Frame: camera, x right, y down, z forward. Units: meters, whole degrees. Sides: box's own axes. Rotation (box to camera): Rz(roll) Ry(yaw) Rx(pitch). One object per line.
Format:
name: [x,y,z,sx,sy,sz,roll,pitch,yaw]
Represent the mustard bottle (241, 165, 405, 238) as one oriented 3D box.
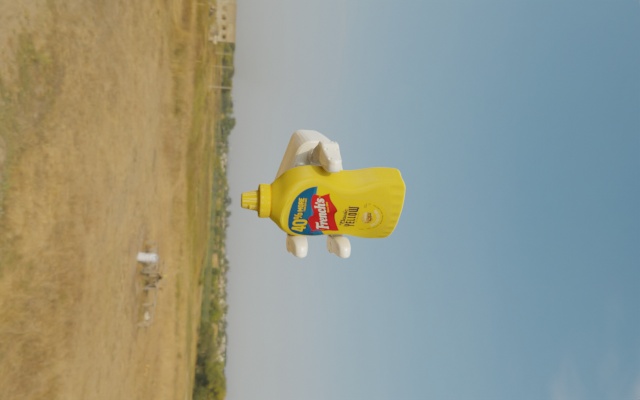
mustard bottle: [0.000,0.002,0.582,0.191,0.096,0.058,2,43,-12]
